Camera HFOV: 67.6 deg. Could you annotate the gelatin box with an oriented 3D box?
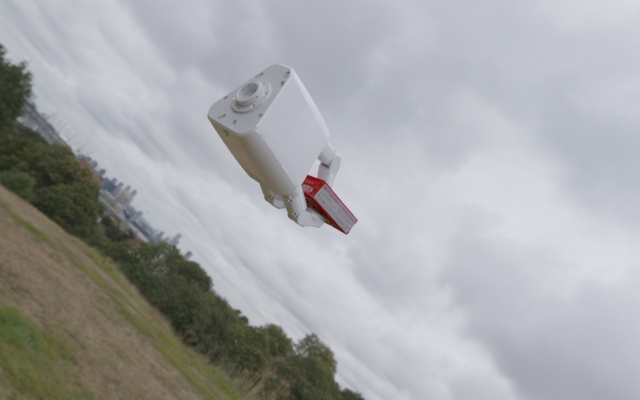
[{"bbox_3d":[0.001,0.002,0.653,0.089,0.030,0.073,47,-13,-35],"label":"gelatin box"}]
